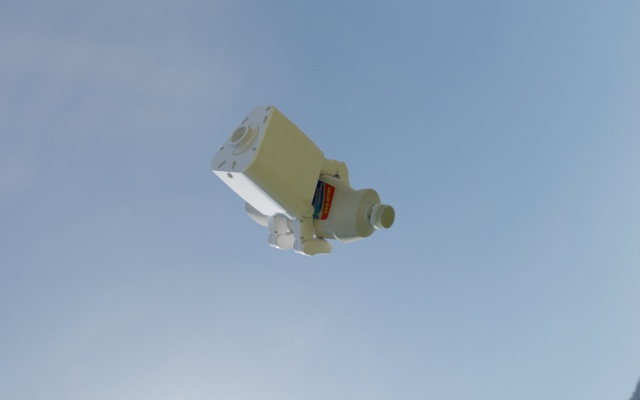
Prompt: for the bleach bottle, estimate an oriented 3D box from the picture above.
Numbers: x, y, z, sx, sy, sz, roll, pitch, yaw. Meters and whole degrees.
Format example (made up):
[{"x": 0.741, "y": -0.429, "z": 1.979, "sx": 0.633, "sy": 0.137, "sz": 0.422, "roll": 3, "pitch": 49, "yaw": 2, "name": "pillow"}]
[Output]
[{"x": 0.000, "y": 0.002, "z": 0.674, "sx": 0.251, "sy": 0.102, "sz": 0.068, "roll": 7, "pitch": -27, "yaw": 46, "name": "bleach bottle"}]
